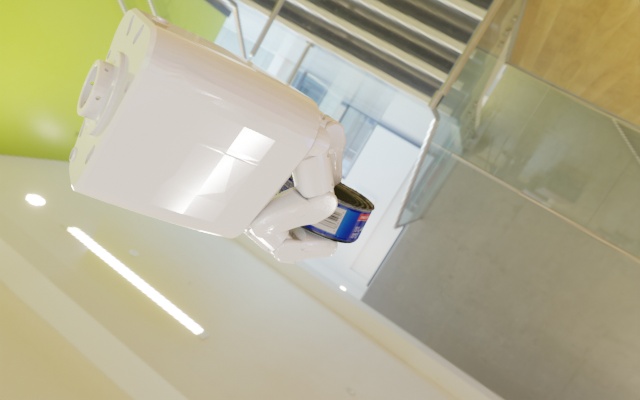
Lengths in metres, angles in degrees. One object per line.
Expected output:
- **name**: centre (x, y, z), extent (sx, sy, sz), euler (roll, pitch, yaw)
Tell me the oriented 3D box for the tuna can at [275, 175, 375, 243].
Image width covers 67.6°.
- **tuna can**: centre (0.000, 0.002, 0.402), extent (0.086, 0.034, 0.086), euler (25, 12, -6)
